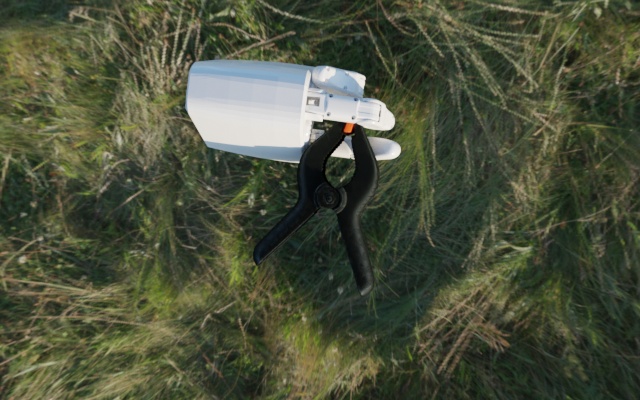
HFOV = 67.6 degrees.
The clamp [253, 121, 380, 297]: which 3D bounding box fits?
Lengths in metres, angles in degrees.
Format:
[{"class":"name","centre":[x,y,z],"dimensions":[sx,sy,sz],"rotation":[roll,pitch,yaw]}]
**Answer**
[{"class":"clamp","centre":[0.000,0.001,0.458],"dimensions":[0.120,0.171,0.039],"rotation":[7,0,1]}]
